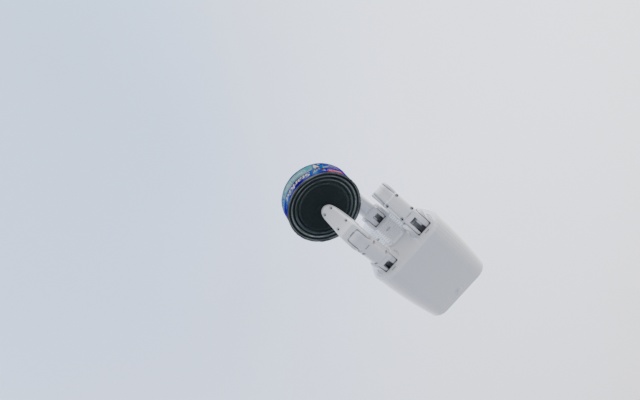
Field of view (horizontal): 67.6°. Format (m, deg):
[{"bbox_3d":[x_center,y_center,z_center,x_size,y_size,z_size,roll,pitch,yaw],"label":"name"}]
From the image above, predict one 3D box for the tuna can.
[{"bbox_3d":[0.000,0.001,0.540,0.086,0.086,0.033,0,26,-21],"label":"tuna can"}]
